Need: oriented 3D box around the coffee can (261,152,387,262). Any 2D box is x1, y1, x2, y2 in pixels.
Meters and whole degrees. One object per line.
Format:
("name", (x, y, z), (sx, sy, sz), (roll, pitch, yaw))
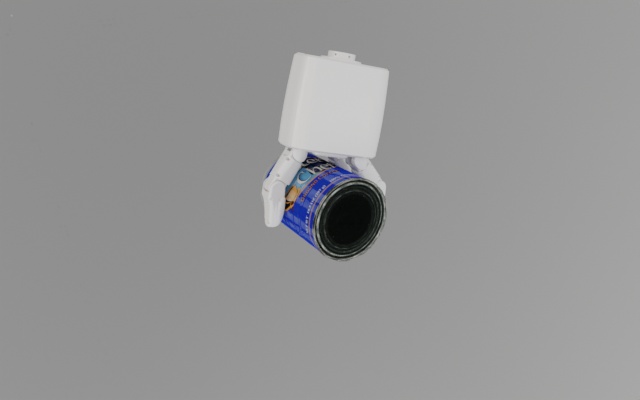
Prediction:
("coffee can", (0.000, 0.002, 0.602), (0.103, 0.103, 0.140), (0, 18, -33))
